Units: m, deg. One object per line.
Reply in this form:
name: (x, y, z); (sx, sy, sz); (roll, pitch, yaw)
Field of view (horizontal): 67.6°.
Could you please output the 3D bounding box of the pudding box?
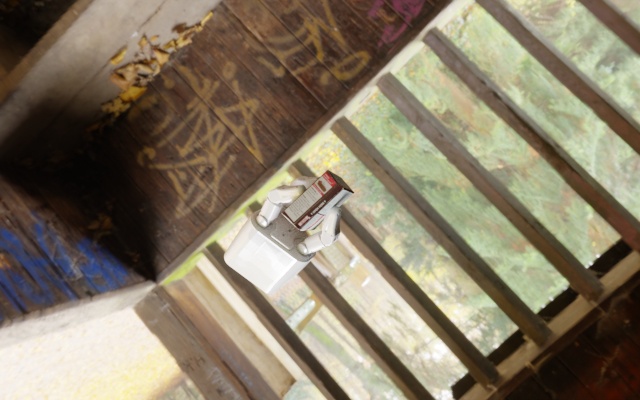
pudding box: (0.000, 0.002, 0.703); (0.090, 0.039, 0.113); (-44, -8, 6)
